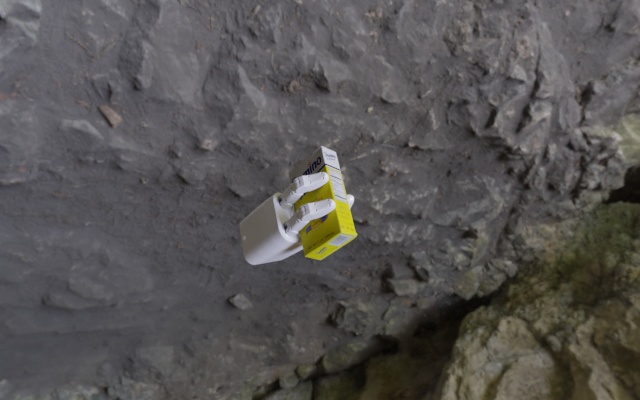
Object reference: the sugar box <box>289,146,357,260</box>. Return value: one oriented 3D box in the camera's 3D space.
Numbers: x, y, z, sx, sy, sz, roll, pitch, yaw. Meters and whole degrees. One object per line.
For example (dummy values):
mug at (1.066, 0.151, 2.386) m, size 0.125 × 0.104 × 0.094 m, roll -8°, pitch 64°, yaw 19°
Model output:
sugar box at (0.000, 0.003, 0.824) m, size 0.048 × 0.176 × 0.093 m, roll 17°, pitch -42°, yaw -43°
